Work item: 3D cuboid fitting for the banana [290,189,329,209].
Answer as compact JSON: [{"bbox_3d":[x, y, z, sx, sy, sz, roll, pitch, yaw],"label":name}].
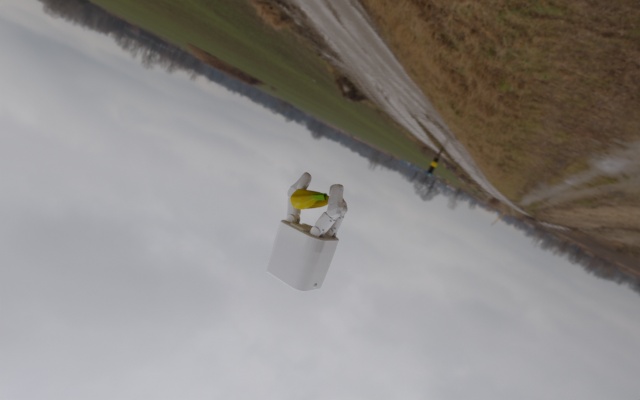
[{"bbox_3d":[-0.018,0.000,0.884,0.069,0.037,0.198,10,1,3],"label":"banana"}]
